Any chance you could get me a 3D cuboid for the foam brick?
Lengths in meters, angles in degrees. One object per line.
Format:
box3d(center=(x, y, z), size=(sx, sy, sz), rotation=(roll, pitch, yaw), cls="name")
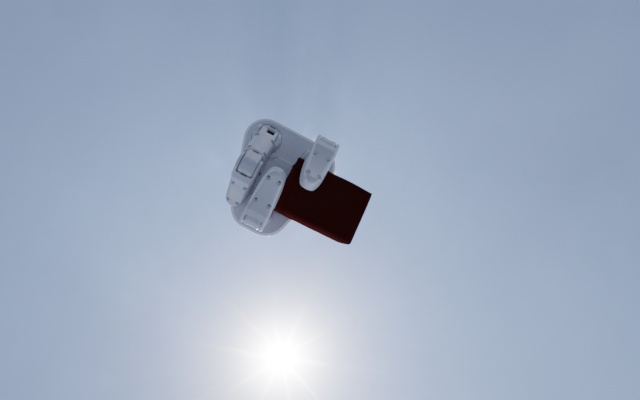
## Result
box3d(center=(0.000, 0.002, 0.452), size=(0.078, 0.053, 0.051), rotation=(27, -7, -5), cls="foam brick")
